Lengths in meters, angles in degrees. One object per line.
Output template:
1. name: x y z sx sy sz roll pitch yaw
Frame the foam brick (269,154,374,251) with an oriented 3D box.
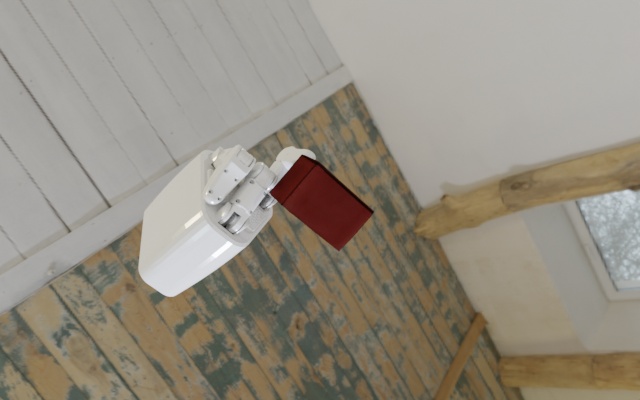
1. foam brick: 0.000 0.002 0.458 0.078 0.051 0.053 40 -2 -23
